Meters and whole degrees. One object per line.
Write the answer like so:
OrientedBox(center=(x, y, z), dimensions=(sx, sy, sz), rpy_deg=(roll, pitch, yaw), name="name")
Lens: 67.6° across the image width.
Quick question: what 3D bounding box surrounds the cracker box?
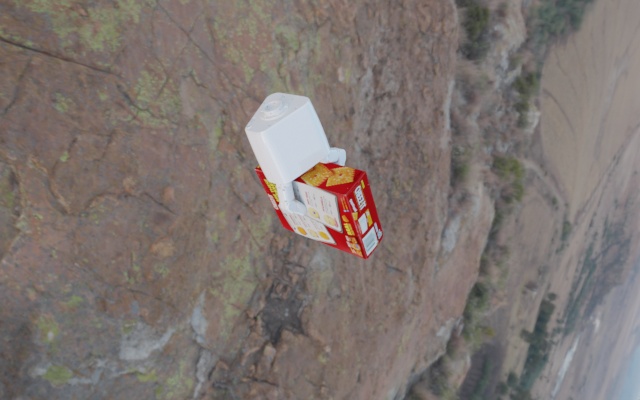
OrientedBox(center=(0.000, 0.003, 0.880), dimensions=(0.213, 0.164, 0.072), rpy_deg=(18, 54, 38), name="cracker box")
